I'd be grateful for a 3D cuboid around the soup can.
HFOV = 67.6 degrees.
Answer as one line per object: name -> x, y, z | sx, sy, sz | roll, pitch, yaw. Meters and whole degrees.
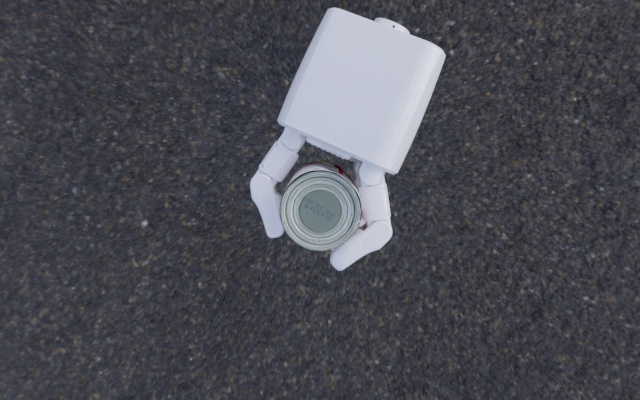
soup can -> 0.000, 0.002, 0.429 | 0.068, 0.068, 0.102 | 0, 9, 0
